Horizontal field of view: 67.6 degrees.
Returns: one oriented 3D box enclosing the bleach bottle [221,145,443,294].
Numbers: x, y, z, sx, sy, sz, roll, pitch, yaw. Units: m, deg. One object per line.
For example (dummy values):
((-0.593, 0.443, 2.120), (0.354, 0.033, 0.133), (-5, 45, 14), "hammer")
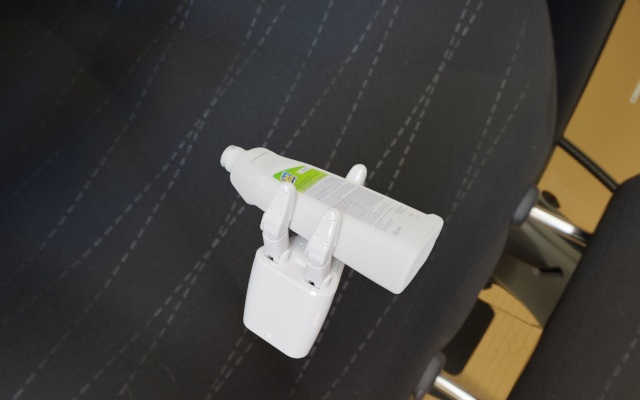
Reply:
((0.000, 0.002, 0.528), (0.251, 0.068, 0.102), (29, 32, 19), "bleach bottle")
